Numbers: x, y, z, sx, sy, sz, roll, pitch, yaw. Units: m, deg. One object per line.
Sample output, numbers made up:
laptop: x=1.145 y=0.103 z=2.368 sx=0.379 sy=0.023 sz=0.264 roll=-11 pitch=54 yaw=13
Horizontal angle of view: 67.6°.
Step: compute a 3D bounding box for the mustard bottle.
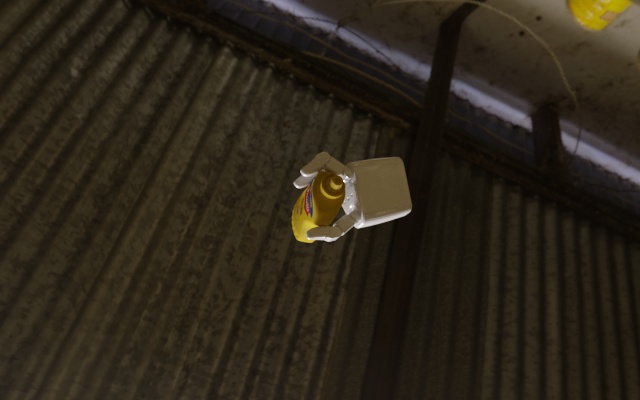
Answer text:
mustard bottle: x=0.000 y=0.003 z=0.839 sx=0.058 sy=0.096 sz=0.192 roll=12 pitch=-25 yaw=-14
